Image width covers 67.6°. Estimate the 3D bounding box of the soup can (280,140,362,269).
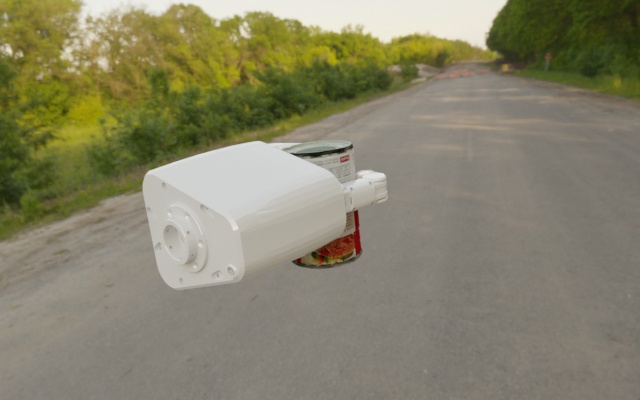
[{"bbox_3d":[0.000,0.001,0.431,0.068,0.102,0.068,-5,15,1],"label":"soup can"}]
